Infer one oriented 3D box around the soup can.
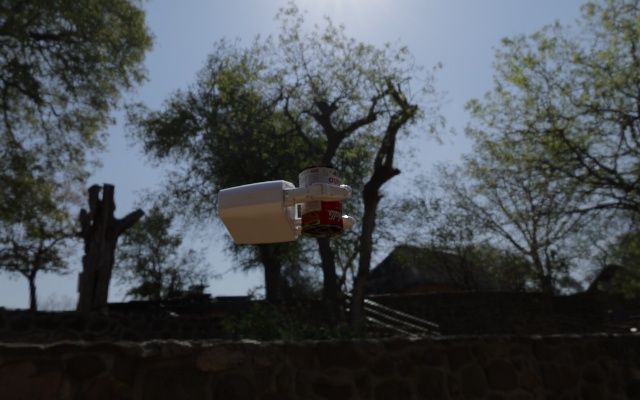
[{"bbox_3d":[0.001,0.002,0.767,0.068,0.102,0.068,-3,-19,-1],"label":"soup can"}]
